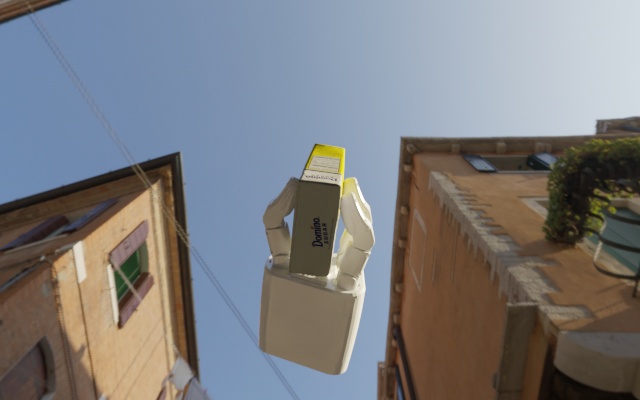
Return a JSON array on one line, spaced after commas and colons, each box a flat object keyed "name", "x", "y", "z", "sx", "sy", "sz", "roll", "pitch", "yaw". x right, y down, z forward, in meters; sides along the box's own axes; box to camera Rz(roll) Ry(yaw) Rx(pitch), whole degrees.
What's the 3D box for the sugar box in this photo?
[{"name": "sugar box", "x": 0.001, "y": 0.002, "z": 0.511, "sx": 0.048, "sy": 0.093, "sz": 0.176, "roll": 6, "pitch": 18, "yaw": -1}]
